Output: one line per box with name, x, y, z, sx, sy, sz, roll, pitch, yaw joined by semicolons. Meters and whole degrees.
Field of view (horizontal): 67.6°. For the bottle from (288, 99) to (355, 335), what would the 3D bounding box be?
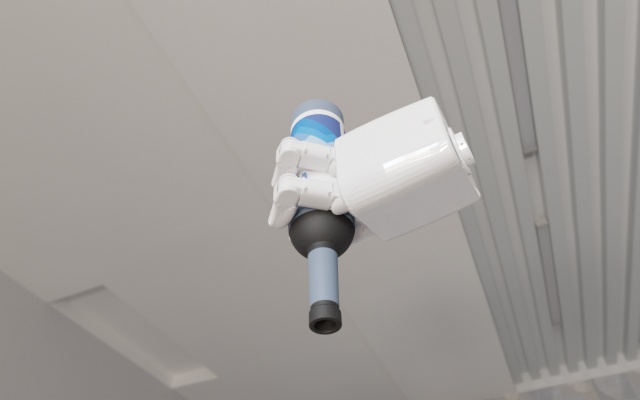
bottle;0.000;0.001;0.496;0.069;0.069;0.295;0;44;-2
